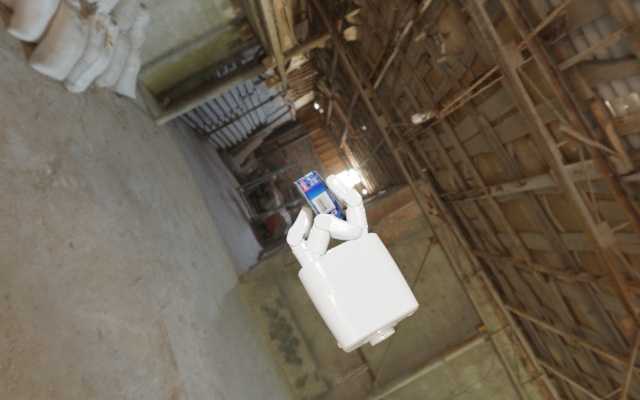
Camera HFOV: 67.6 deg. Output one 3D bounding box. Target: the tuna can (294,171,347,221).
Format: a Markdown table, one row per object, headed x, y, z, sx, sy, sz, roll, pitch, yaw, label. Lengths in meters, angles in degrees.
| x | y | z | sx | sy | sz | roll | pitch | yaw | label |
| --- | --- | --- | --- | --- | --- | --- | --- | --- | --- |
| 0.001 | 0.002 | 0.660 | 0.034 | 0.086 | 0.086 | -33 | 2 | -3 | tuna can |
